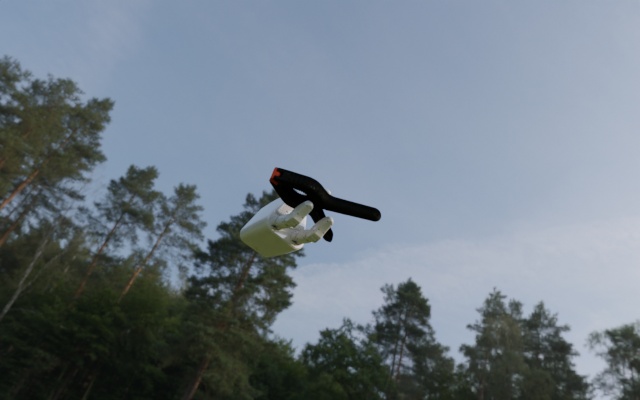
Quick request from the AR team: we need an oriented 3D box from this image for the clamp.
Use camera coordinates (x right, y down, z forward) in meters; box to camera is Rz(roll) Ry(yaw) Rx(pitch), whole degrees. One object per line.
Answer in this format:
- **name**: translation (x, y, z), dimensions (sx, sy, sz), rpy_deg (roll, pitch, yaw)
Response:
- **clamp**: translation (0.000, 0.002, 0.899), dimensions (0.210, 0.036, 0.164), rpy_deg (39, -39, -27)
